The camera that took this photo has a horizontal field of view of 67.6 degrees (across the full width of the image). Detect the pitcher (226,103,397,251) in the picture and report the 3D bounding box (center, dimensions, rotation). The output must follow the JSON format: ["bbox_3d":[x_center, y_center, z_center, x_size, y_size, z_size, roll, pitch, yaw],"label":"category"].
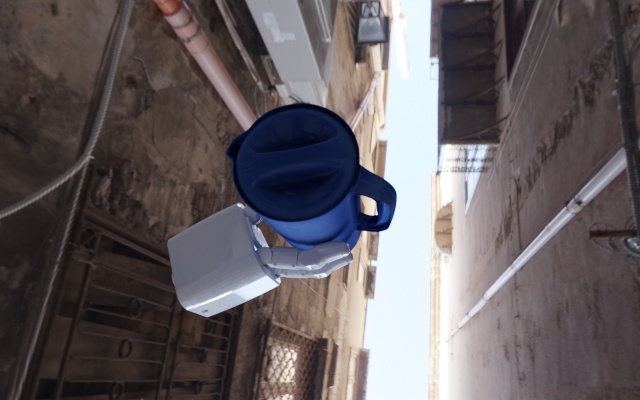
[{"bbox_3d":[0.000,0.002,0.587,0.145,0.149,0.243,-28,-22,-2],"label":"pitcher"}]
